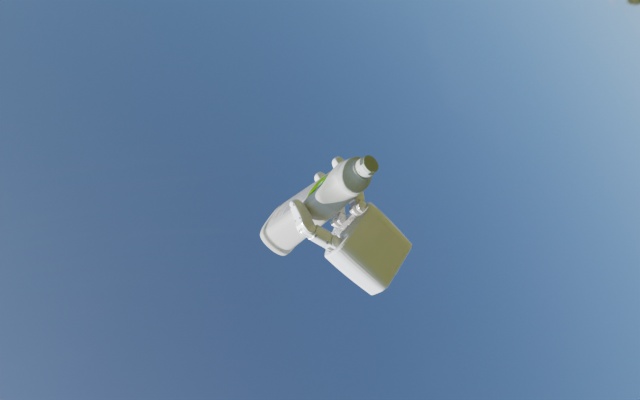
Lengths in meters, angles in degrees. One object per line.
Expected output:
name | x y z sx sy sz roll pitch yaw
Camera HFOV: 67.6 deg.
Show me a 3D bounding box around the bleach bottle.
bleach bottle | 0.000 0.002 0.778 0.251 0.068 0.102 -36 17 46
